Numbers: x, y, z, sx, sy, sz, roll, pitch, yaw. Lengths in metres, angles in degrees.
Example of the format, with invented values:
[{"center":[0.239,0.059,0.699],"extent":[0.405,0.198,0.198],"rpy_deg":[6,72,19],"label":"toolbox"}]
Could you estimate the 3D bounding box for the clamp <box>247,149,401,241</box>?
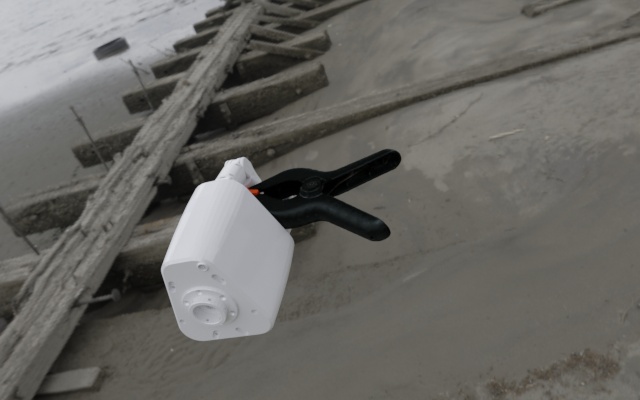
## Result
[{"center":[0.000,0.001,0.489],"extent":[0.171,0.039,0.120],"rpy_deg":[-11,35,15],"label":"clamp"}]
